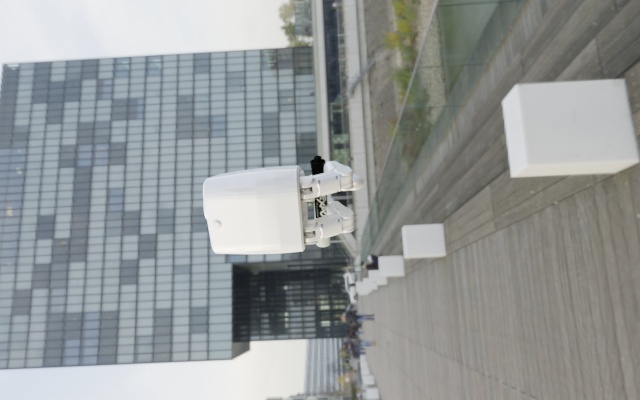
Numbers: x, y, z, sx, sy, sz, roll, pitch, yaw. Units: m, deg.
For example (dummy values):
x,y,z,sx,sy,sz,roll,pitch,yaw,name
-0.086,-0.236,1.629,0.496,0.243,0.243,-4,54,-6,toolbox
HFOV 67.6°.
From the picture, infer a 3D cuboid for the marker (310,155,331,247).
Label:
x,y,z,sx,sy,sz,roll,pitch,yaw,name
0.000,0.002,0.604,0.020,0.121,0.020,-3,23,1,marker
